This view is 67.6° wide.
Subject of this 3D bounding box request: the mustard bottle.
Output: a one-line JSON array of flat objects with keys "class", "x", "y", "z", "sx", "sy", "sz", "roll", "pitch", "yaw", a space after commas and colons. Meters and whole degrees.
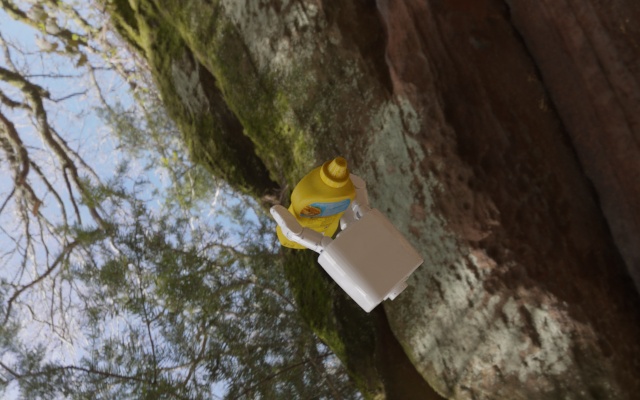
[{"class": "mustard bottle", "x": 0.000, "y": 0.002, "z": 0.719, "sx": 0.096, "sy": 0.058, "sz": 0.192, "roll": -6, "pitch": -32, "yaw": -24}]
